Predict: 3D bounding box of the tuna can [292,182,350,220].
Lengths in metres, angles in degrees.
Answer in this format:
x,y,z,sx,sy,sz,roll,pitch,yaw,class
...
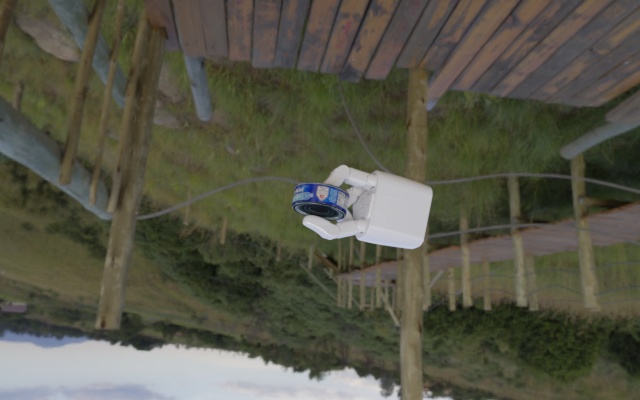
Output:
x,y,z,sx,sy,sz,roll,pitch,yaw,class
0.000,0.003,0.733,0.086,0.033,0.086,9,-18,3,tuna can
